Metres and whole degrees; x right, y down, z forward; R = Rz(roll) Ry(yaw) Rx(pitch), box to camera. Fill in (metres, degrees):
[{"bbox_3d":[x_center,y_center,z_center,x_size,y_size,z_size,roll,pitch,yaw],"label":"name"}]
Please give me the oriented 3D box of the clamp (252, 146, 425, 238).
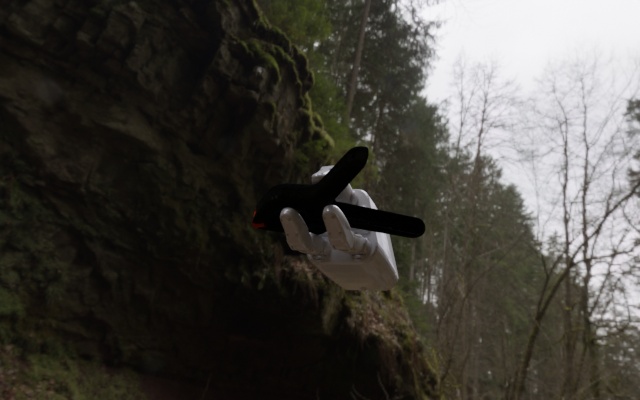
[{"bbox_3d":[0.000,0.001,0.558,0.210,0.036,0.165,-5,-35,26],"label":"clamp"}]
